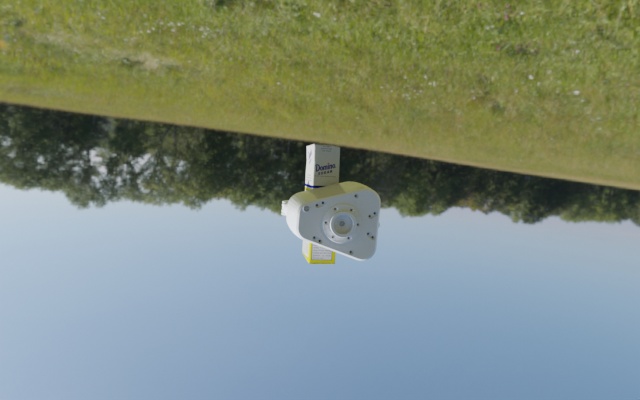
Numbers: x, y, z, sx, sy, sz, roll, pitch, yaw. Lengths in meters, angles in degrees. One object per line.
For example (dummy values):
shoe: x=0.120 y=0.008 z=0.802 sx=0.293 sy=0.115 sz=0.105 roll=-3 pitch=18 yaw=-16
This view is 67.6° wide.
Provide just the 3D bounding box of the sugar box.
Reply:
sugar box: x=0.001 y=0.003 z=0.735 sx=0.048 sy=0.176 sz=0.093 roll=4 pitch=4 yaw=-9
